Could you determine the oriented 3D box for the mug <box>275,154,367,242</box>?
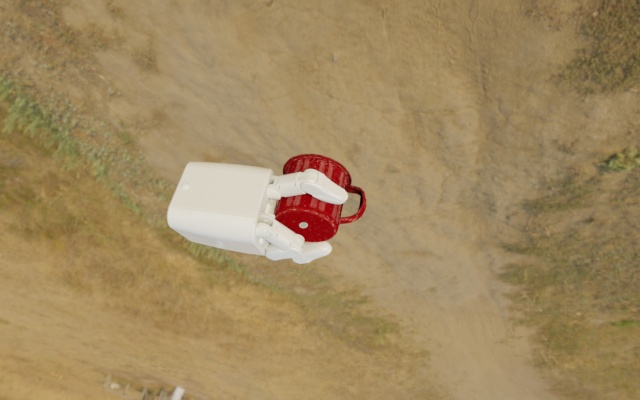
[{"bbox_3d":[0.001,0.002,0.611,0.117,0.081,0.093,7,-33,8],"label":"mug"}]
